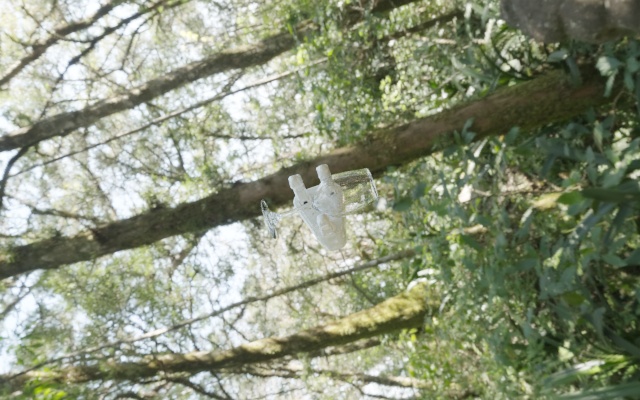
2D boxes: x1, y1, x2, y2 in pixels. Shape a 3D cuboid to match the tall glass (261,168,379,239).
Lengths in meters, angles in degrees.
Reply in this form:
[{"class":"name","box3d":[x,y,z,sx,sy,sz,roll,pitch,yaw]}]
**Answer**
[{"class":"tall glass","box3d":[-0.001,0.003,0.859,0.201,0.079,0.079,-19,-1,2]}]
